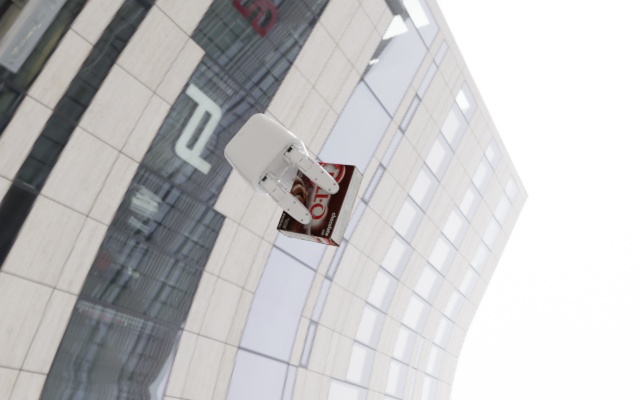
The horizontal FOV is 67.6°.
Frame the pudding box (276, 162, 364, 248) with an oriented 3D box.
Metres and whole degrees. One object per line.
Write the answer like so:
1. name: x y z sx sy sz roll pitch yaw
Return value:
1. pudding box: 0.000 0.002 0.665 0.090 0.113 0.039 7 -19 34
